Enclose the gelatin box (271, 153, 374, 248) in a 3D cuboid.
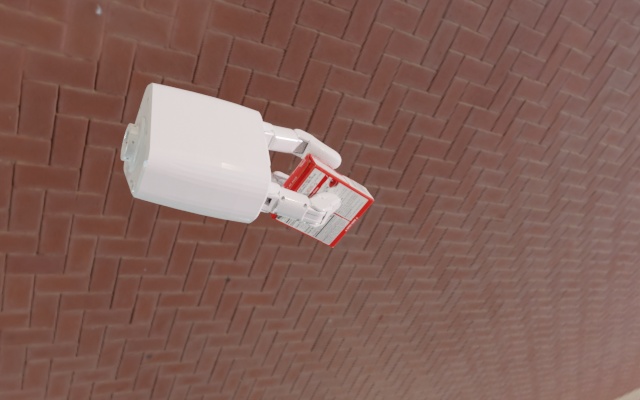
[{"bbox_3d":[0.000,0.002,0.508,0.089,0.073,0.030,29,19,-32],"label":"gelatin box"}]
